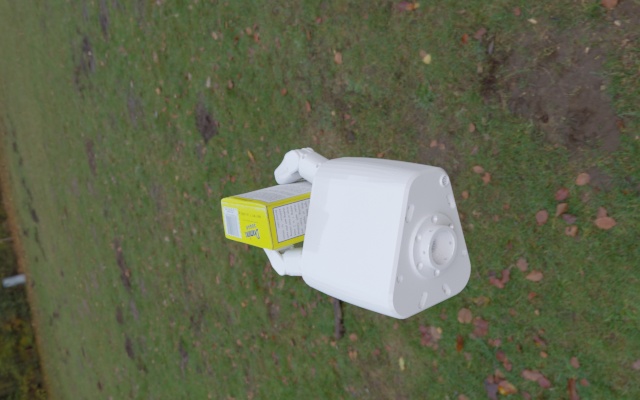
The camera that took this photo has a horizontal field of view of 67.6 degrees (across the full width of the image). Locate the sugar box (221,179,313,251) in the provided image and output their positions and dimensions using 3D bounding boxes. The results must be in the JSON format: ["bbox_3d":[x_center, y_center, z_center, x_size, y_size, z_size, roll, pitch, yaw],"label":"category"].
[{"bbox_3d":[0.000,0.002,0.478,0.176,0.048,0.093,-13,12,-35],"label":"sugar box"}]
